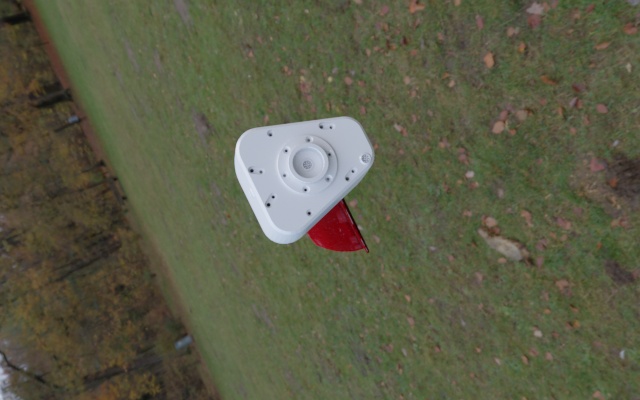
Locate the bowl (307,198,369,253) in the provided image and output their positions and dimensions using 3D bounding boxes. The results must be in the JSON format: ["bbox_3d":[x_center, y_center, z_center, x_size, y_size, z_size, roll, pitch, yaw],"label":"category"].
[{"bbox_3d":[0.000,0.002,0.583,0.055,0.162,0.162,-27,-2,4],"label":"bowl"}]
